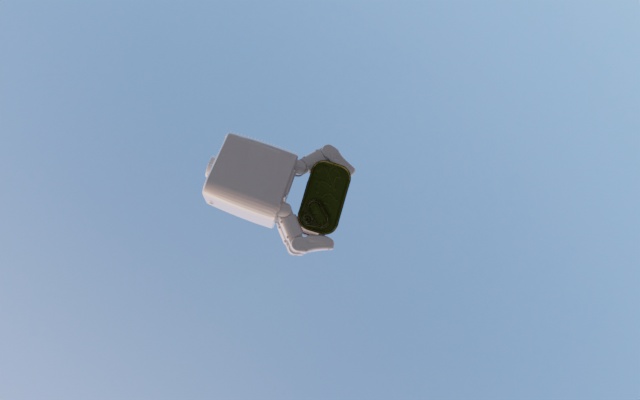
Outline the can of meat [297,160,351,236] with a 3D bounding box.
[{"bbox_3d":[0.000,0.002,0.693,0.057,0.102,0.084,17,-12,-5],"label":"can of meat"}]
